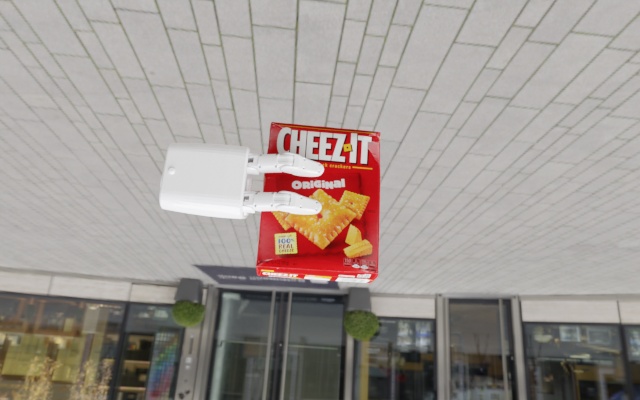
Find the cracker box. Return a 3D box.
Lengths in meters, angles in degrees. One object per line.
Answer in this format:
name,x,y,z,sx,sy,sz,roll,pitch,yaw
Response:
cracker box,0.000,0.002,0.676,0.164,0.213,0.072,5,-19,-4
